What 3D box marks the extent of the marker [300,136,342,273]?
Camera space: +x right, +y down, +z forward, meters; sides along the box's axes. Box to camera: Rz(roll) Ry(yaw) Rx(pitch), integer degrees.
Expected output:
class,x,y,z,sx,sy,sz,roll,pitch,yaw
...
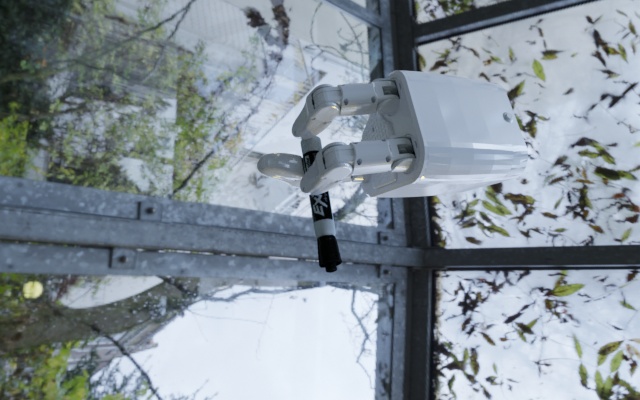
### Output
class,x,y,z,sx,sy,sz,roll,pitch,yaw
marker,0.000,0.001,0.403,0.020,0.121,0.020,-8,-23,-3
